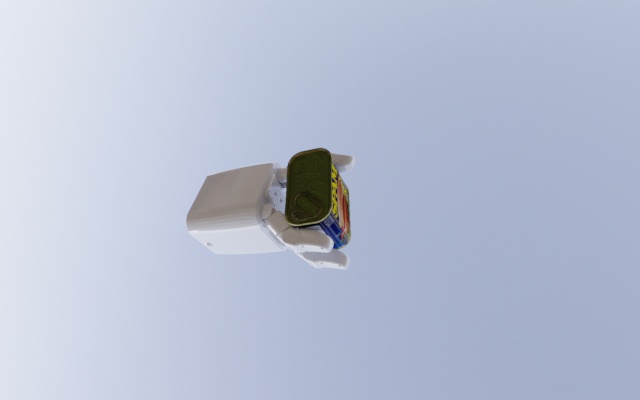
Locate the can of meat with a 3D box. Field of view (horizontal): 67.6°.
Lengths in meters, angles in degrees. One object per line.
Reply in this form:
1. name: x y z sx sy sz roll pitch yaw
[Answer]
1. can of meat: 0.000 0.002 0.585 0.057 0.102 0.084 -10 -33 17
